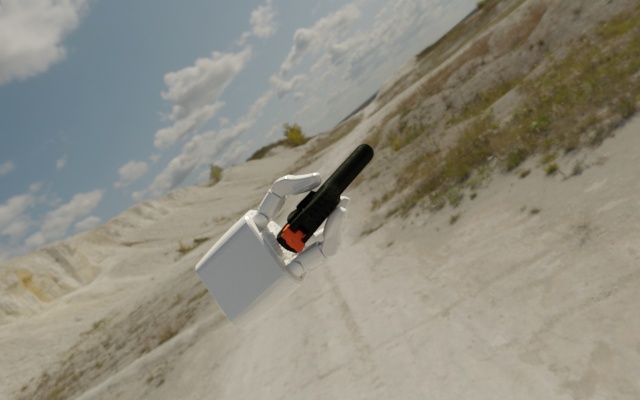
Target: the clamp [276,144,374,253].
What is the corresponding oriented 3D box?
[{"bbox_3d":[-0.001,0.002,0.585,0.036,0.164,0.210,43,16,-4],"label":"clamp"}]
